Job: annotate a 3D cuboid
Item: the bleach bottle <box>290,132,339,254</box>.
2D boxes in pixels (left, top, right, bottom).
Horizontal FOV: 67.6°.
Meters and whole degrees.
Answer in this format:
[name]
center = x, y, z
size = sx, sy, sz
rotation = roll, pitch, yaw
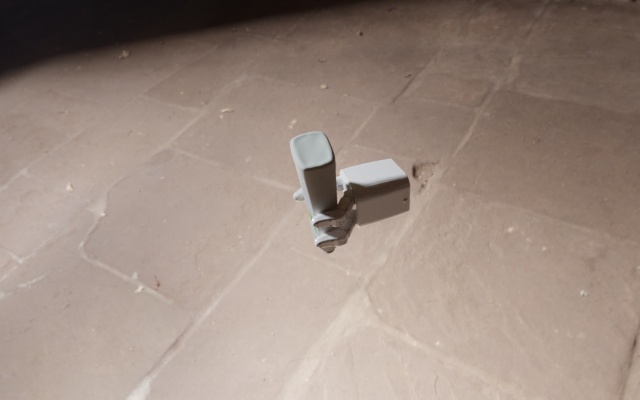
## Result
[bleach bottle]
center = 0.000, 0.003, 0.882
size = 0.068, 0.251, 0.102
rotation = -14, 45, -6
